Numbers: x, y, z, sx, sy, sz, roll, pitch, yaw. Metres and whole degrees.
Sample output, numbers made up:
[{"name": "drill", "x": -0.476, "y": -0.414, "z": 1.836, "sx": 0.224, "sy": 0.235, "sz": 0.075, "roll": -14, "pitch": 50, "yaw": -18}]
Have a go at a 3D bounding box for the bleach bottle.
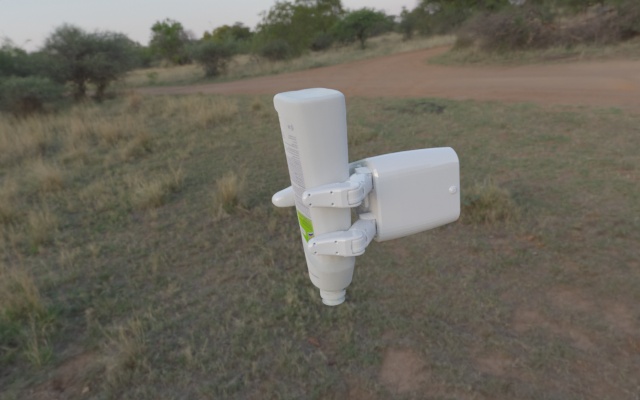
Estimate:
[{"name": "bleach bottle", "x": 0.000, "y": 0.002, "z": 0.557, "sx": 0.068, "sy": 0.251, "sz": 0.102, "roll": -11, "pitch": 19, "yaw": -14}]
